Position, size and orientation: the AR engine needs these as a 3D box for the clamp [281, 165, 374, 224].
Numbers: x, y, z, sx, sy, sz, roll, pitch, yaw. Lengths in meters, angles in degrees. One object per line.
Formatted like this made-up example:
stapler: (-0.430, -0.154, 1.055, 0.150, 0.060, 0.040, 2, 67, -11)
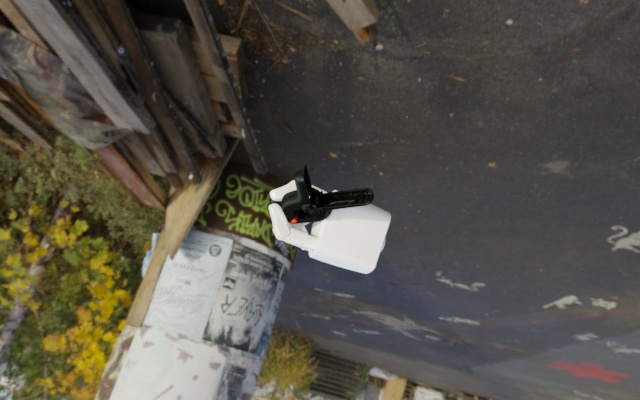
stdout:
clamp: (0.000, 0.003, 0.717, 0.120, 0.039, 0.171, 20, -23, -11)
